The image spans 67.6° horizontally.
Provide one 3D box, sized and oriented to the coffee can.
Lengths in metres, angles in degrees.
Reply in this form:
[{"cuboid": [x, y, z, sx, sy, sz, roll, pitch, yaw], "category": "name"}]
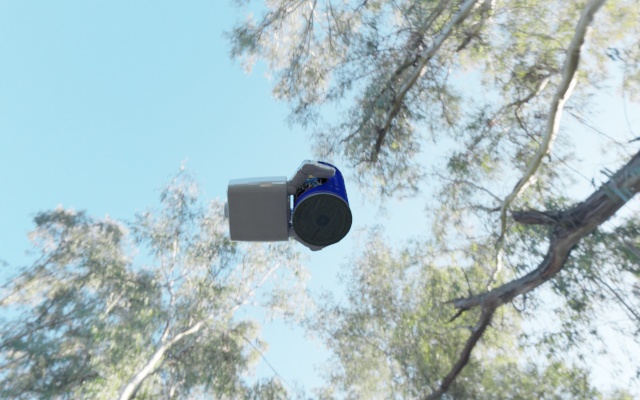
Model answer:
[{"cuboid": [0.000, 0.003, 0.865, 0.103, 0.103, 0.140, 0, 28, -3], "category": "coffee can"}]
